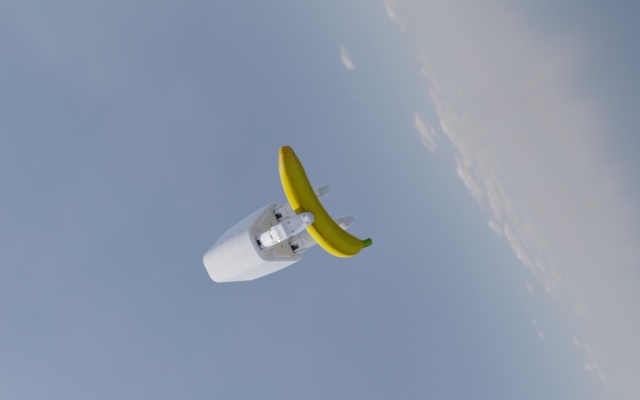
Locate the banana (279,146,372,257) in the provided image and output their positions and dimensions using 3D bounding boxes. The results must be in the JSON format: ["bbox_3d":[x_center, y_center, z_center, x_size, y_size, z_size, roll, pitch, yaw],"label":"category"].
[{"bbox_3d":[-0.003,0.015,0.661,0.037,0.198,0.069,-27,23,33],"label":"banana"}]
